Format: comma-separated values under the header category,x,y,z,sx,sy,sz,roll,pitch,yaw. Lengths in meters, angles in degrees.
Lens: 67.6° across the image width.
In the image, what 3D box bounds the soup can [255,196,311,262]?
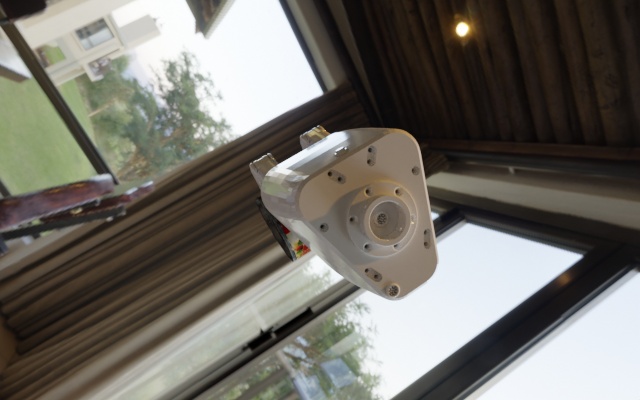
category,x,y,z,sx,sy,sz,roll,pitch,yaw
soup can,0.000,0.001,0.446,0.102,0.068,0.068,-31,7,-12
